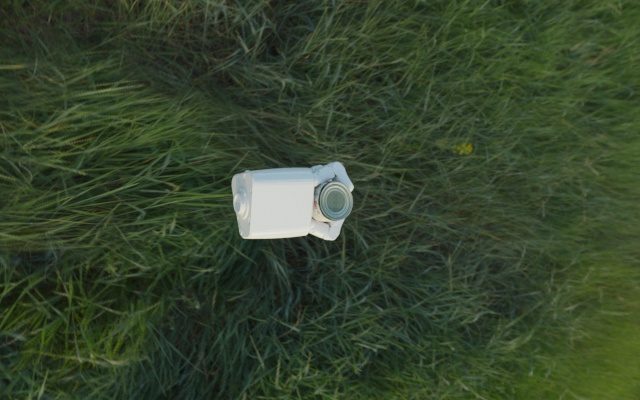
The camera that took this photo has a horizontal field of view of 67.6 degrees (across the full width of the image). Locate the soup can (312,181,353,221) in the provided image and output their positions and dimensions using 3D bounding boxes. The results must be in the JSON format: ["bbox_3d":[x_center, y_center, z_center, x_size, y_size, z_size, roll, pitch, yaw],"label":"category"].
[{"bbox_3d":[0.001,0.003,0.817,0.068,0.068,0.102,0,-2,-31],"label":"soup can"}]
